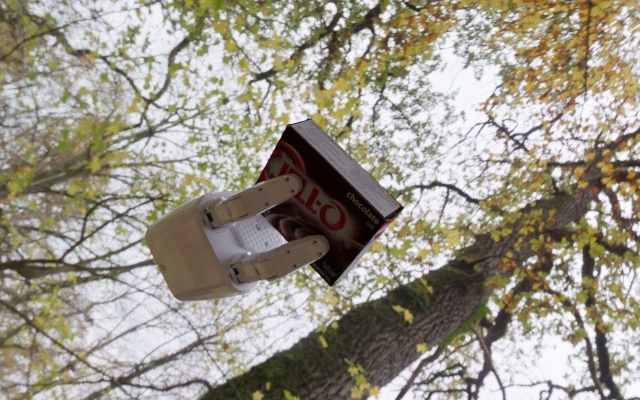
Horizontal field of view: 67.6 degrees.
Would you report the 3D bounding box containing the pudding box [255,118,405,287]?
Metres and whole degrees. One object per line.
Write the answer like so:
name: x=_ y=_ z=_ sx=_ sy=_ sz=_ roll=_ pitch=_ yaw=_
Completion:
pudding box: x=0.000 y=0.001 z=0.401 sx=0.039 sy=0.113 sz=0.090 roll=-32 pitch=-19 yaw=-49
